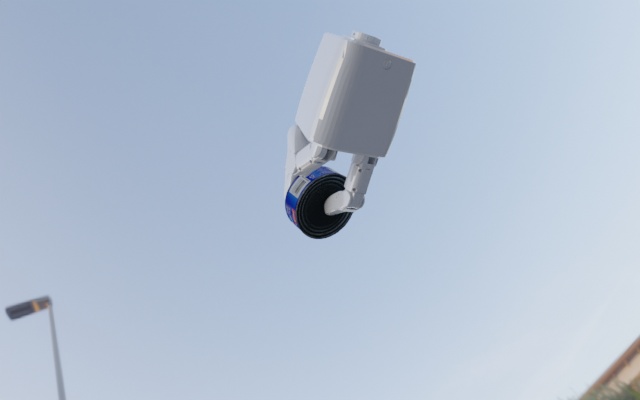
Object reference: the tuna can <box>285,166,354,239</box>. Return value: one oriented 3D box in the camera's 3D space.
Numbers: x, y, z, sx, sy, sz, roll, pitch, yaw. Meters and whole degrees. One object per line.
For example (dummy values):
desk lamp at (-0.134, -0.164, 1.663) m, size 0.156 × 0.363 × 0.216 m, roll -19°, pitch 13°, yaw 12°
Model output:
tuna can at (0.000, 0.002, 0.586) m, size 0.086 × 0.086 × 0.033 m, roll 0°, pitch 23°, yaw -34°
